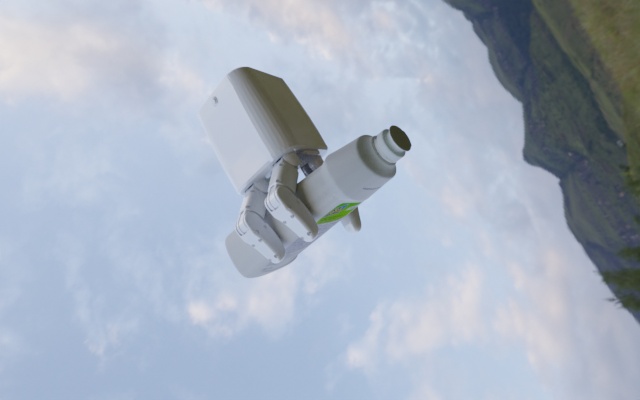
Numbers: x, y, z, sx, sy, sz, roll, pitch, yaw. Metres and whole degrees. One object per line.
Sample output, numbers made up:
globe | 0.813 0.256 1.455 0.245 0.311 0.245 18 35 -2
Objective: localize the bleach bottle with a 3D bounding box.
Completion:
bleach bottle | 0.000 0.002 0.515 0.251 0.068 0.102 -38 -12 39
